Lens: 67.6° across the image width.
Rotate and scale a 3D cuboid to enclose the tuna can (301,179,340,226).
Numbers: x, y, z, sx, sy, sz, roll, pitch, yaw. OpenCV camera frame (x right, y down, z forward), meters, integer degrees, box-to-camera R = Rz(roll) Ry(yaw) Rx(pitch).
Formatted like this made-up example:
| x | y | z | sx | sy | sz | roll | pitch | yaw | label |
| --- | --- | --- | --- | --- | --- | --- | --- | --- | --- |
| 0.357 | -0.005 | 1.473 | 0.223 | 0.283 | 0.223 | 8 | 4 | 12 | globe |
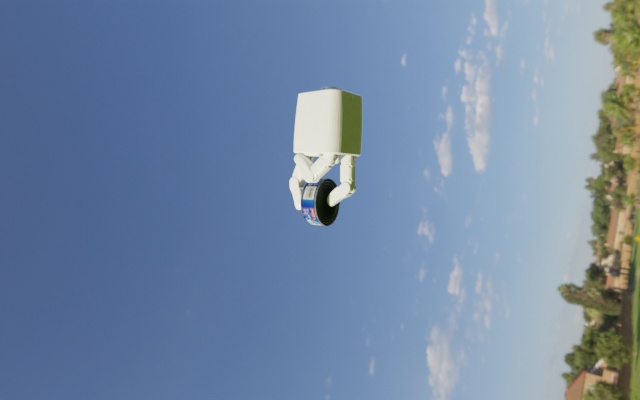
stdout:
| x | y | z | sx | sy | sz | roll | pitch | yaw | label |
| --- | --- | --- | --- | --- | --- | --- | --- | --- | --- |
| 0.000 | 0.003 | 0.867 | 0.034 | 0.086 | 0.086 | 2 | 1 | 31 | tuna can |
